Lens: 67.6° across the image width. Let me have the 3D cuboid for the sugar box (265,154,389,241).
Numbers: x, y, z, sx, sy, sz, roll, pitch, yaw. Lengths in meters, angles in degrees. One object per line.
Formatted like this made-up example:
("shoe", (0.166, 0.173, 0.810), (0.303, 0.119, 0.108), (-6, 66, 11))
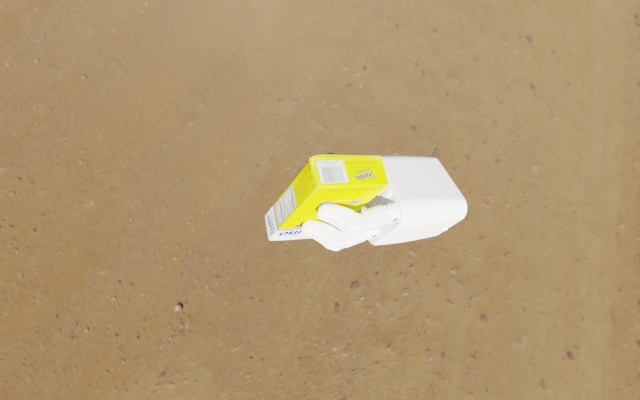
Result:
("sugar box", (0.000, 0.002, 0.601), (0.093, 0.048, 0.176), (-2, -25, -25))
